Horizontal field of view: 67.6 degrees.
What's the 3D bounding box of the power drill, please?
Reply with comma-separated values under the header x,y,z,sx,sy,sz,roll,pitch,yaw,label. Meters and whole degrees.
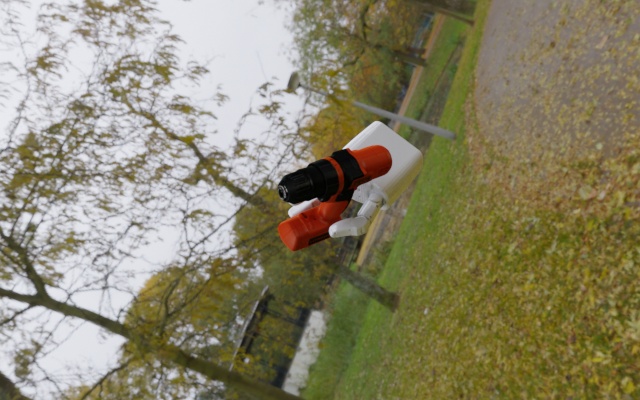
x,y,z,sx,sy,sz,roll,pitch,yaw,label
0.000,0.002,0.693,0.184,0.057,0.188,-18,-23,-33,power drill
